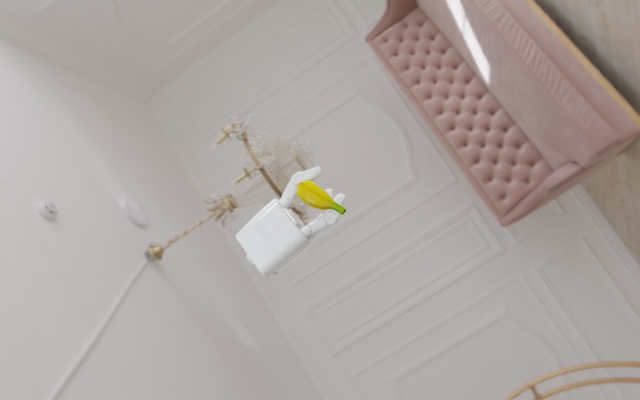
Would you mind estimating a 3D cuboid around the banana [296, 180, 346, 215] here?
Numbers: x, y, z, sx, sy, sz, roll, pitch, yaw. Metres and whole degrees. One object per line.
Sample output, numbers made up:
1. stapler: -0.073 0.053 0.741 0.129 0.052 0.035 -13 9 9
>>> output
1. banana: -0.013 -0.008 0.848 0.070 0.037 0.197 40 0 -16
